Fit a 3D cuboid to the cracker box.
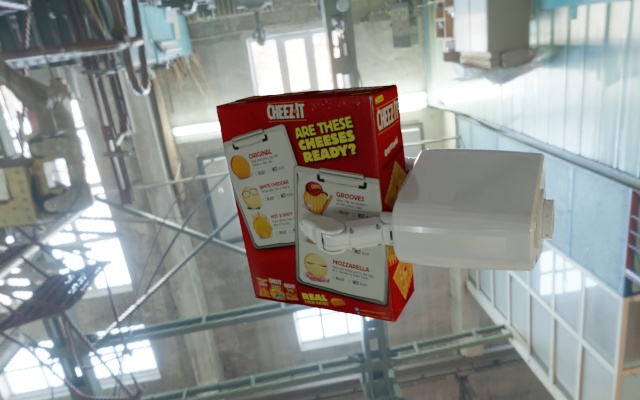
[{"bbox_3d":[0.000,0.002,0.473,0.164,0.214,0.072,3,22,29],"label":"cracker box"}]
